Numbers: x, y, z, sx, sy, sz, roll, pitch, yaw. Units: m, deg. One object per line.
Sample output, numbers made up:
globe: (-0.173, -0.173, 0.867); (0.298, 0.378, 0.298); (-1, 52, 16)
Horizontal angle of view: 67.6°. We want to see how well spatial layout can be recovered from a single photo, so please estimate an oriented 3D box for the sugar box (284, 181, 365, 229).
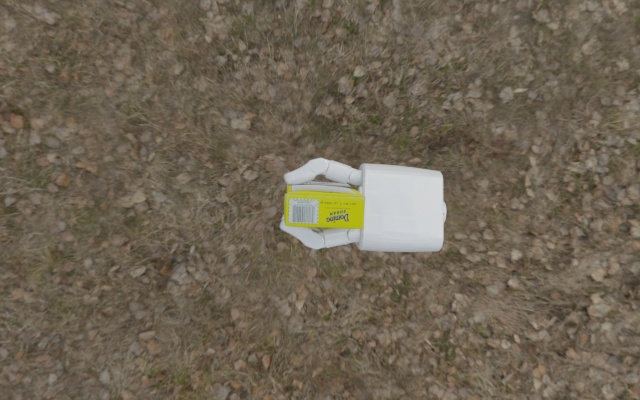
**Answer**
sugar box: (0.000, 0.003, 0.627); (0.093, 0.048, 0.176); (3, 4, -3)
